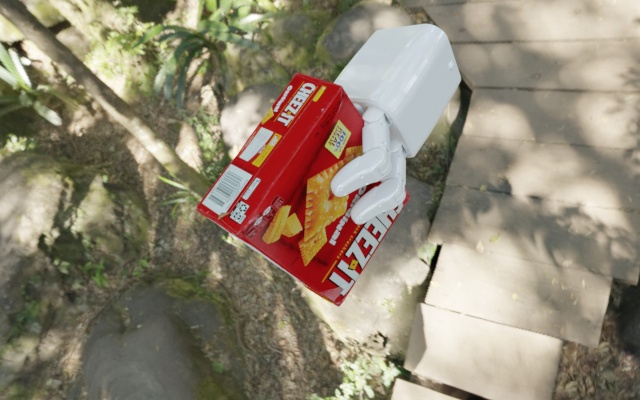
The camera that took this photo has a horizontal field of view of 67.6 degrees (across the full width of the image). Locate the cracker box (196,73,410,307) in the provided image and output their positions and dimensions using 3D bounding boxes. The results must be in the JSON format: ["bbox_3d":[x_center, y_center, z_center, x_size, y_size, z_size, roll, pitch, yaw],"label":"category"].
[{"bbox_3d":[0.000,0.002,0.505,0.072,0.164,0.214,27,-12,38],"label":"cracker box"}]
